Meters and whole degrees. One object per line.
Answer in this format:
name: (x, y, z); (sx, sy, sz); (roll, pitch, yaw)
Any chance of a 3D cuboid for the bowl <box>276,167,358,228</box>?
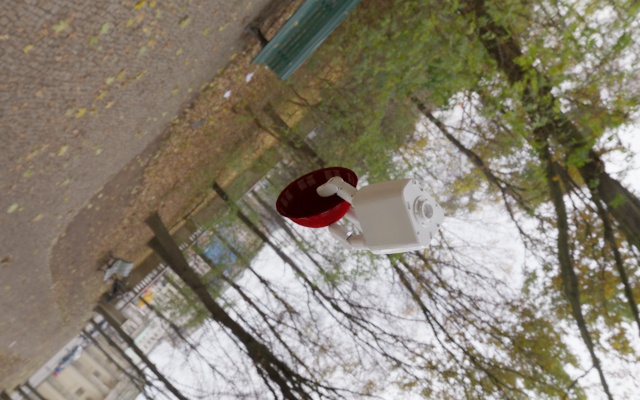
bowl: (-0.001, 0.003, 0.897); (0.162, 0.055, 0.162); (-16, 31, 10)
